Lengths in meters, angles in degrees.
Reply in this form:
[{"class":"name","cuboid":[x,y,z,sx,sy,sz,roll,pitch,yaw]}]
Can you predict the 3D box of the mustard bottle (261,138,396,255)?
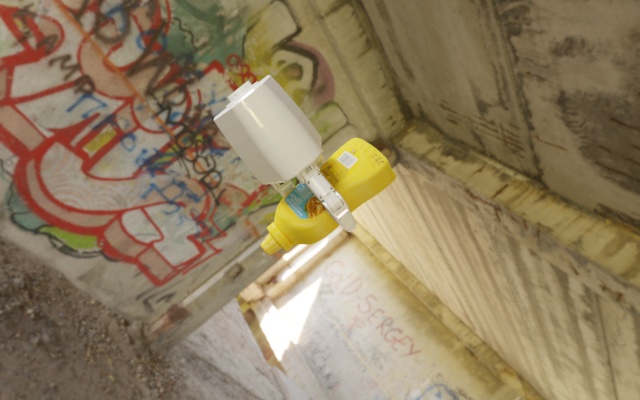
[{"class":"mustard bottle","cuboid":[0.000,0.002,0.624,0.058,0.191,0.096,53,-5,-39]}]
